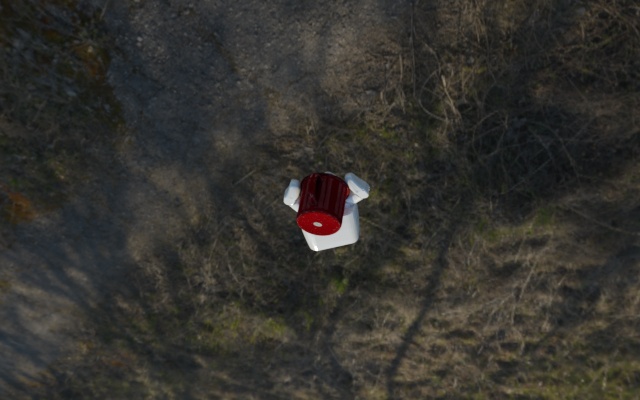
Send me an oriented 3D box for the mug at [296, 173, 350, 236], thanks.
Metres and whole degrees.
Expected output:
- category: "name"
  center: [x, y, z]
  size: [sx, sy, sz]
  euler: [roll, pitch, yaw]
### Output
- category: "mug"
  center: [0.000, 0.002, 0.849]
  size: [0.093, 0.081, 0.117]
  euler: [0, -38, 14]
